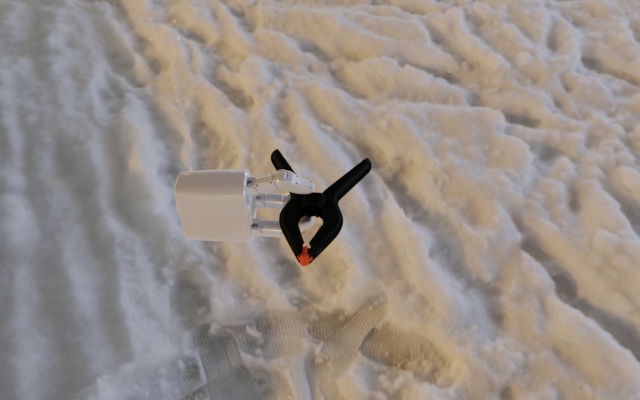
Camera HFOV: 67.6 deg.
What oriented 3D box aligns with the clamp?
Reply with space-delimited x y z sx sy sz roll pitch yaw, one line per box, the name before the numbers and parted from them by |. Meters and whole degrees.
clamp | 0.000 0.002 0.726 0.164 0.209 0.036 0 -38 1
